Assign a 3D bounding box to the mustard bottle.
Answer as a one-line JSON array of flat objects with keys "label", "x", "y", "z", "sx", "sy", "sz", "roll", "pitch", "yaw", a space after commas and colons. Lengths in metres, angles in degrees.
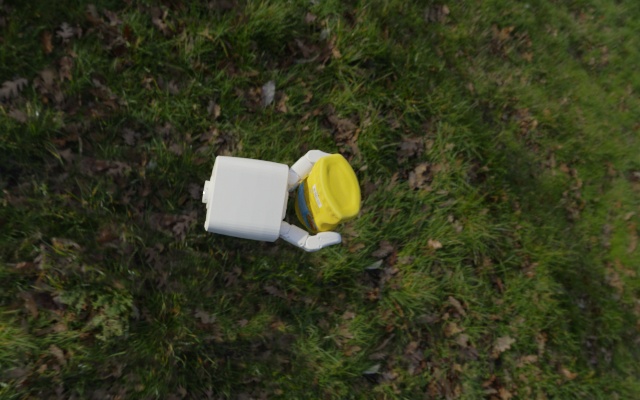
[{"label": "mustard bottle", "x": 0.001, "y": 0.002, "z": 0.744, "sx": 0.058, "sy": 0.096, "sz": 0.192, "roll": -16, "pitch": -9, "yaw": -21}]
